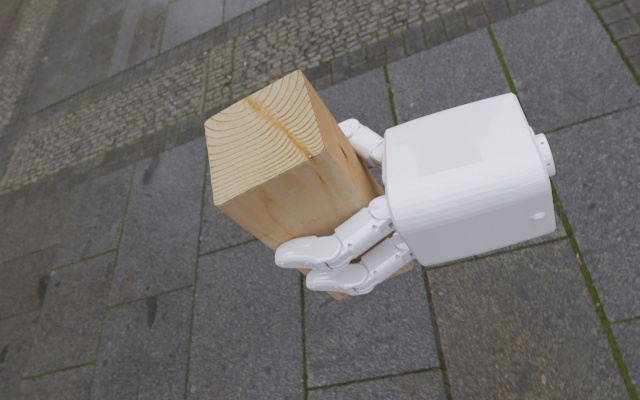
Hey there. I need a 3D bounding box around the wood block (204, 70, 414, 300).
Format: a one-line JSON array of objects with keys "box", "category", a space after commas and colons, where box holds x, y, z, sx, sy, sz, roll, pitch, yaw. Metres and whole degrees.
[{"box": [0.000, 0.001, 0.420, 0.090, 0.090, 0.206, -26, -38, 13], "category": "wood block"}]
